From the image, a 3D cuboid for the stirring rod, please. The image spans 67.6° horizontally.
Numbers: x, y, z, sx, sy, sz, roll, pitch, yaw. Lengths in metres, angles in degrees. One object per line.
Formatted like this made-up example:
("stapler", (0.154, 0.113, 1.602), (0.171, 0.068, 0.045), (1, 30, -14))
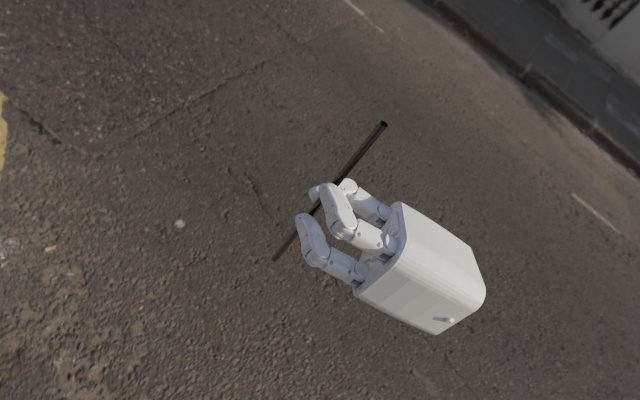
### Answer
("stirring rod", (0.000, 0.002, 0.506), (0.011, 0.011, 0.240), (0, -36, -35))
